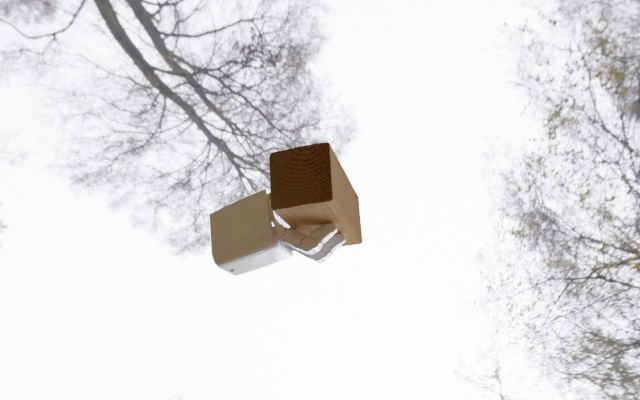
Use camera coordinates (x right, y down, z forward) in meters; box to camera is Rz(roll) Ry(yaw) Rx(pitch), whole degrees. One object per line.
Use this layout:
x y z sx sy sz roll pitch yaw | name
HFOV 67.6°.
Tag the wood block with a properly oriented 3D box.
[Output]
0.000 0.002 0.741 0.090 0.090 0.206 -9 -23 13 | wood block
